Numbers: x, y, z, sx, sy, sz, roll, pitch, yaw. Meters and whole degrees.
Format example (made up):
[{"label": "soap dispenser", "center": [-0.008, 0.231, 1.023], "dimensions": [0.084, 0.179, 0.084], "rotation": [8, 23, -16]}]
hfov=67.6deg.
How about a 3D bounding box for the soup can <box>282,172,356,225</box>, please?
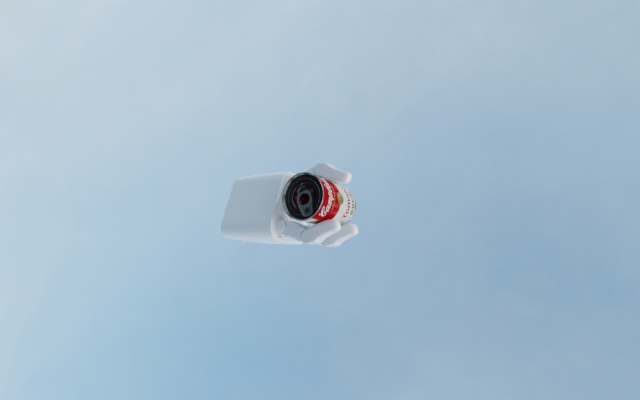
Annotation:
[{"label": "soup can", "center": [0.001, 0.002, 0.698], "dimensions": [0.068, 0.068, 0.102], "rotation": [0, -9, 31]}]
